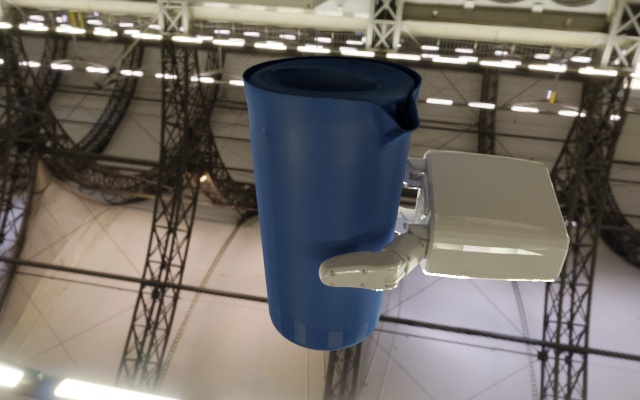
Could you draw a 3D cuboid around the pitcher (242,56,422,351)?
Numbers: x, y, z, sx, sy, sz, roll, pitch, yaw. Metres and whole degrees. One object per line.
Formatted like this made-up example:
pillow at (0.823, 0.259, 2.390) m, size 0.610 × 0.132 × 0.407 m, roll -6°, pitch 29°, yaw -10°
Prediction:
pitcher at (0.000, 0.001, 0.418) m, size 0.145 × 0.243 × 0.149 m, roll 4°, pitch 28°, yaw 4°
